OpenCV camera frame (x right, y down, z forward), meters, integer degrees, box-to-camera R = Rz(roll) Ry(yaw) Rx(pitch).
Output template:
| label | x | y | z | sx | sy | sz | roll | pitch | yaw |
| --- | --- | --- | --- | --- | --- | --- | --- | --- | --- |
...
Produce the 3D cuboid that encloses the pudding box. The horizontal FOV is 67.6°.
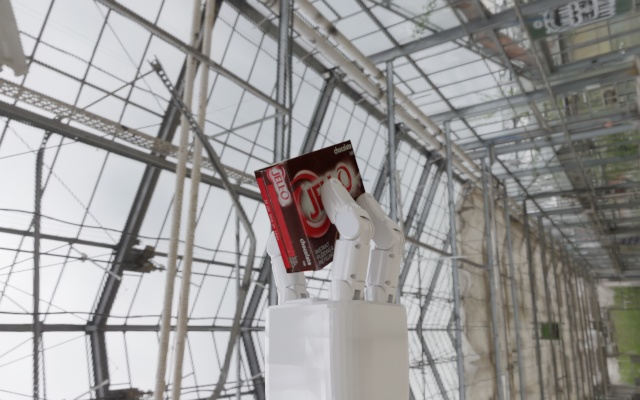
| label | x | y | z | sx | sy | sz | roll | pitch | yaw |
| --- | --- | --- | --- | --- | --- | --- | --- | --- | --- |
| pudding box | 0.000 | 0.001 | 0.416 | 0.039 | 0.090 | 0.113 | -12 | 9 | 32 |
